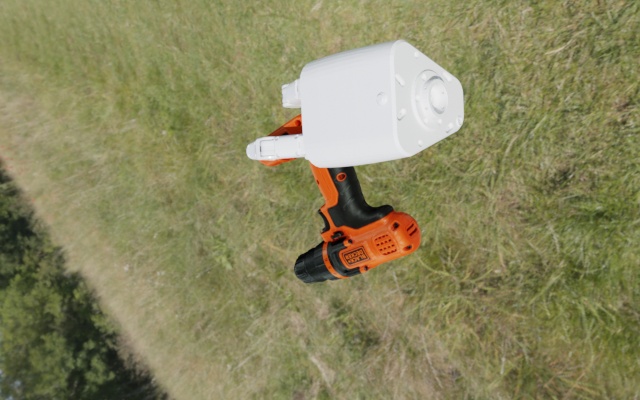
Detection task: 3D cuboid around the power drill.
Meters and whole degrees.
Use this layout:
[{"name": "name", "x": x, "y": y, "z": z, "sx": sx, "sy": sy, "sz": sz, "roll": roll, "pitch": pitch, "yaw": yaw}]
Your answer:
[{"name": "power drill", "x": 0.000, "y": 0.001, "z": 0.541, "sx": 0.184, "sy": 0.187, "sz": 0.057, "roll": -27, "pitch": 7, "yaw": 41}]
